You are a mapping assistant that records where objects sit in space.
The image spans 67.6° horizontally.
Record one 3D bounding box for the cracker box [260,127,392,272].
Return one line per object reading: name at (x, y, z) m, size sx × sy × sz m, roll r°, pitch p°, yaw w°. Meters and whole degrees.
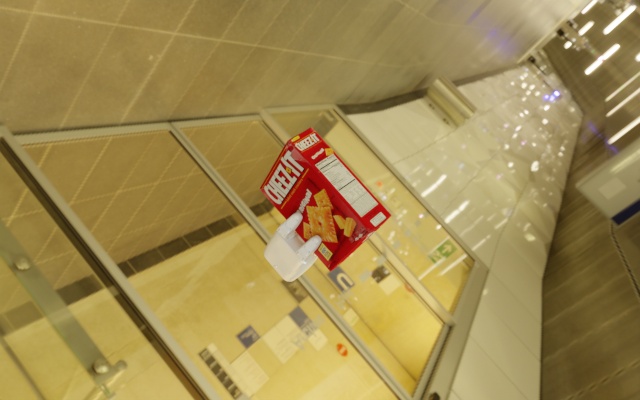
cracker box at (0.000, 0.003, 0.867) m, size 0.072 × 0.213 × 0.164 m, roll -35°, pitch -10°, yaw -39°
